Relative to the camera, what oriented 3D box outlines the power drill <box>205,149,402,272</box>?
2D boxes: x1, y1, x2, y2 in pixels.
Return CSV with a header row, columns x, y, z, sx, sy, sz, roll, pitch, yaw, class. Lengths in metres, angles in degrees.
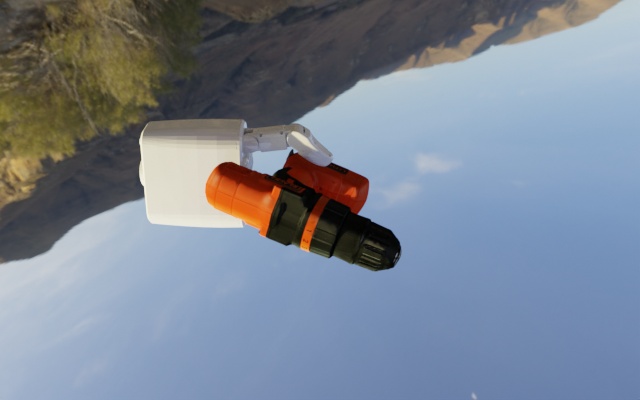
x,y,z,sx,sy,sz,roll,pitch,yaw,class
0.000,0.001,0.489,0.184,0.057,0.187,24,14,8,power drill
